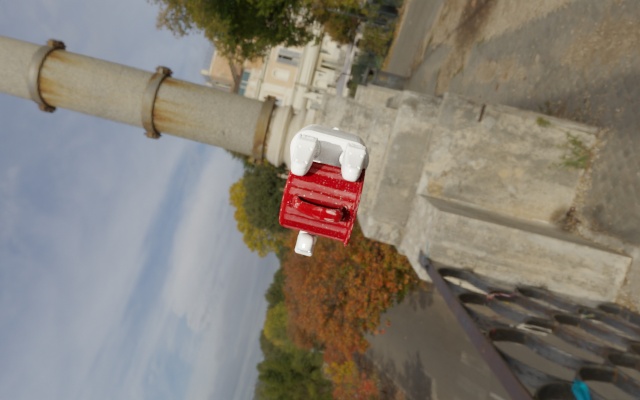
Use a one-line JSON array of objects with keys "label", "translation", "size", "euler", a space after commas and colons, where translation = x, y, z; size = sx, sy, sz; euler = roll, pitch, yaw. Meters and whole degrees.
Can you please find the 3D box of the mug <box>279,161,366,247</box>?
[{"label": "mug", "translation": [0.000, 0.002, 0.535], "size": [0.081, 0.093, 0.117], "euler": [14, 15, 1]}]
